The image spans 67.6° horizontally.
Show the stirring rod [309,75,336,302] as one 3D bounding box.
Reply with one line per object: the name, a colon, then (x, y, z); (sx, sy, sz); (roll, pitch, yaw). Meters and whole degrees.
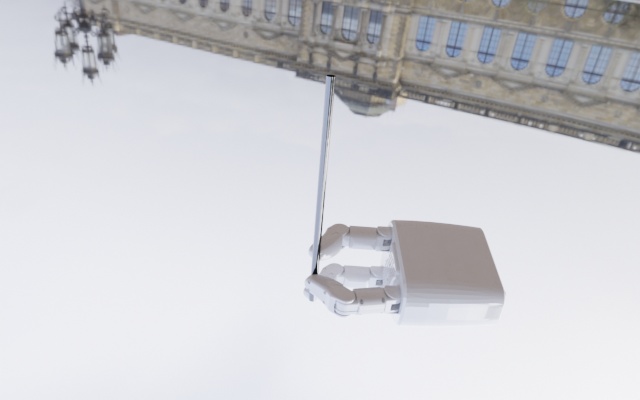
stirring rod: (0.000, 0.001, 0.454); (0.011, 0.240, 0.011); (4, 29, -2)
